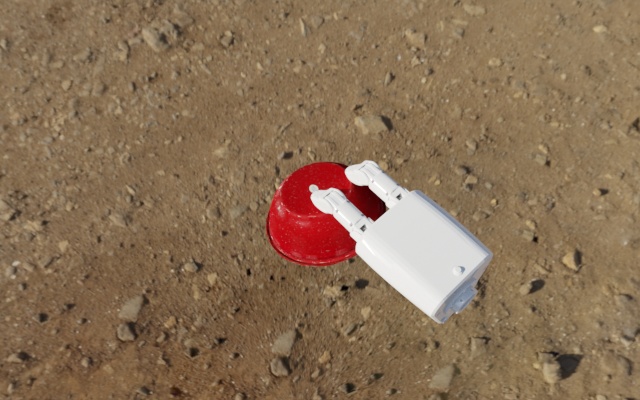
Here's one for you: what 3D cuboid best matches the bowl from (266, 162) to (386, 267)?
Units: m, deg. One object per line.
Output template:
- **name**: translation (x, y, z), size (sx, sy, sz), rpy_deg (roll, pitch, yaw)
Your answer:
- **bowl**: translation (-0.001, 0.001, 0.609), size (0.162, 0.162, 0.055), rpy_deg (0, -40, 17)
